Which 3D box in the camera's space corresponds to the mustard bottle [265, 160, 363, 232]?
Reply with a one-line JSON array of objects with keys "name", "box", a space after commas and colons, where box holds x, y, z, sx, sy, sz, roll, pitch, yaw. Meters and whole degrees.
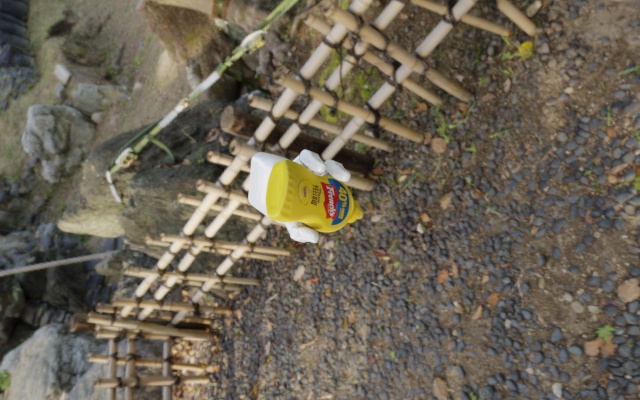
[{"name": "mustard bottle", "box": [0.000, 0.003, 0.804, 0.192, 0.096, 0.058, 17, -20, -39]}]
